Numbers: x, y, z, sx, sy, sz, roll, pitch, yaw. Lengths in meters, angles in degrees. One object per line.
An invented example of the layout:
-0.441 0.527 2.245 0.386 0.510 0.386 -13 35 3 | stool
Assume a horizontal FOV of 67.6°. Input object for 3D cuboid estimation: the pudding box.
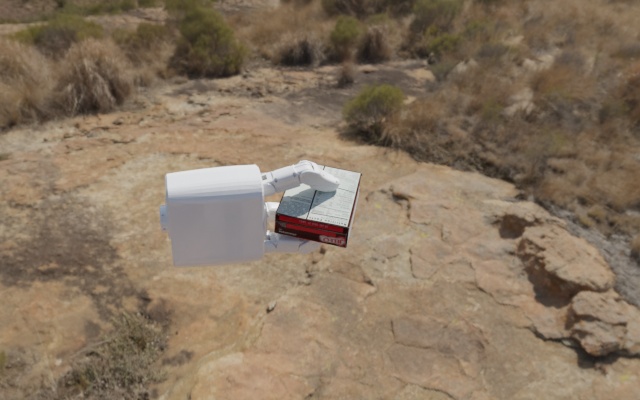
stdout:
0.000 0.002 0.597 0.090 0.039 0.113 12 43 6 | pudding box
